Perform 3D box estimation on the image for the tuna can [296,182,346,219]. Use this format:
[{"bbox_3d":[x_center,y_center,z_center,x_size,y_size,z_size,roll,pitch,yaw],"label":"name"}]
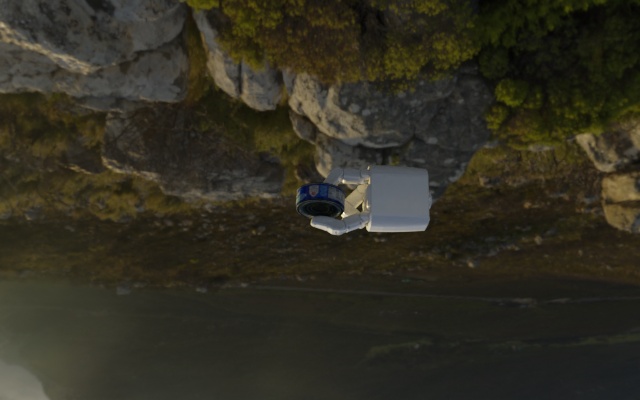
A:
[{"bbox_3d":[0.000,0.003,0.829,0.086,0.033,0.086,3,-26,1],"label":"tuna can"}]
